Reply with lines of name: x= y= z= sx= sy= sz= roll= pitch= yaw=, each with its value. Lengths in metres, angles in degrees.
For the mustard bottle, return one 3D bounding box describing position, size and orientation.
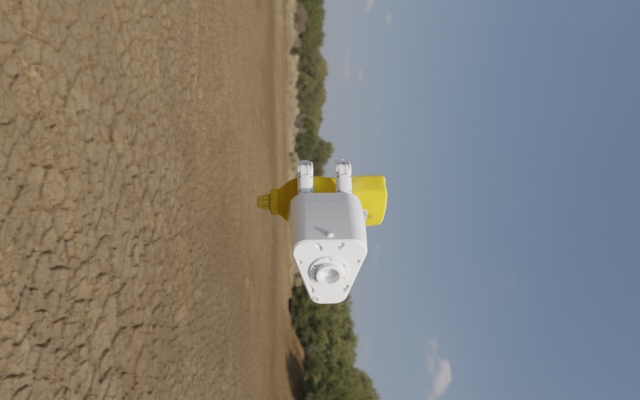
mustard bottle: x=0.000 y=0.002 z=0.727 sx=0.191 sy=0.058 sz=0.096 roll=-1 pitch=-33 yaw=-3
